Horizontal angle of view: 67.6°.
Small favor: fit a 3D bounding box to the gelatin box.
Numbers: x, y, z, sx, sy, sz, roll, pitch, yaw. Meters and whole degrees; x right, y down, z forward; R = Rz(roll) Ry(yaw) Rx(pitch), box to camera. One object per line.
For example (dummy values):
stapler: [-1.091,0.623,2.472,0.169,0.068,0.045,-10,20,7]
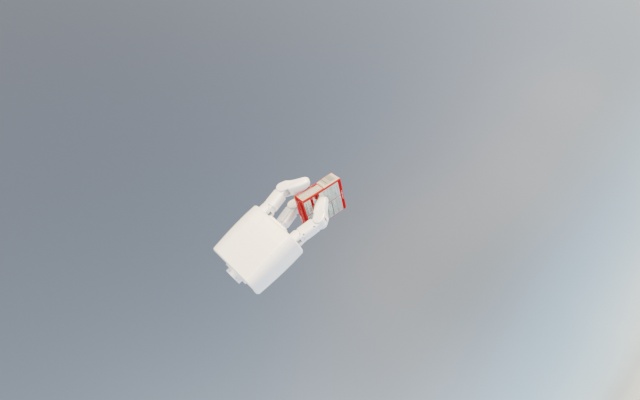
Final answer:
gelatin box: [0.001,0.003,0.866,0.089,0.073,0.030,-33,44,-20]
